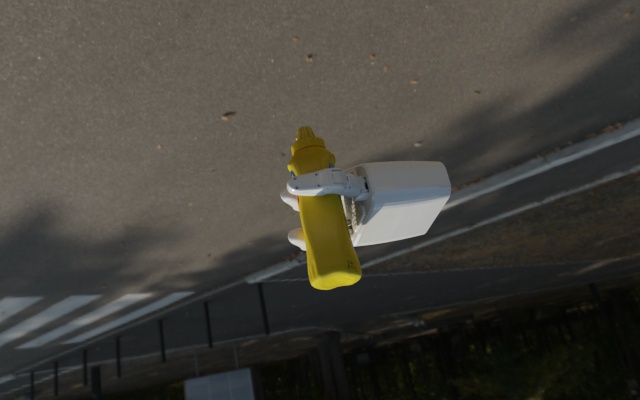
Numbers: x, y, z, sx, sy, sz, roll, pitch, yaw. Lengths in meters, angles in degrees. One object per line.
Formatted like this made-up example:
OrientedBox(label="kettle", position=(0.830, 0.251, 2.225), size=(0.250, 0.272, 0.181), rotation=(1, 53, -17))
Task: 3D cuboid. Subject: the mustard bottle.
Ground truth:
OrientedBox(label="mustard bottle", position=(0.000, 0.002, 0.553), size=(0.058, 0.191, 0.096), rotation=(-13, -18, 5))
